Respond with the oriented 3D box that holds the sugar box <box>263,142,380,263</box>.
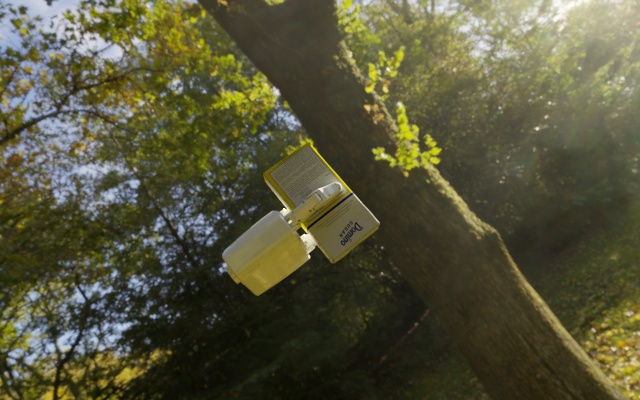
[{"bbox_3d":[0.000,0.003,0.746,0.093,0.176,0.048,-37,-12,-10],"label":"sugar box"}]
